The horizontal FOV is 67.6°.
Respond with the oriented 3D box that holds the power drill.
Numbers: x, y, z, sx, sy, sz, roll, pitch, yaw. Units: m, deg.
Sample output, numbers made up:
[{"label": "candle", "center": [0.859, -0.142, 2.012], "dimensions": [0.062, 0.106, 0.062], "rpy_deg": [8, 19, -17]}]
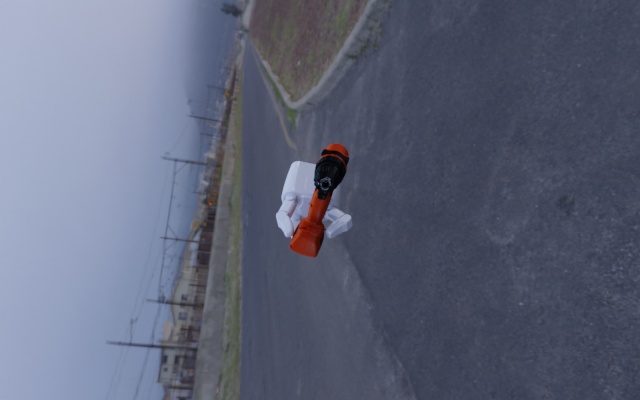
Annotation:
[{"label": "power drill", "center": [0.000, 0.003, 0.840], "dimensions": [0.057, 0.188, 0.184], "rpy_deg": [21, 22, 2]}]
